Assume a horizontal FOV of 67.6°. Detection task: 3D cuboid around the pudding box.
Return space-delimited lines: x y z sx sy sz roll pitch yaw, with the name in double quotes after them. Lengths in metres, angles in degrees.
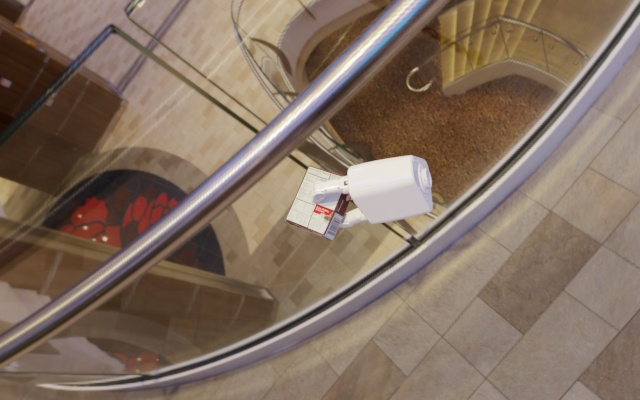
0.000 0.003 0.845 0.090 0.113 0.039 20 -8 33 "pudding box"
